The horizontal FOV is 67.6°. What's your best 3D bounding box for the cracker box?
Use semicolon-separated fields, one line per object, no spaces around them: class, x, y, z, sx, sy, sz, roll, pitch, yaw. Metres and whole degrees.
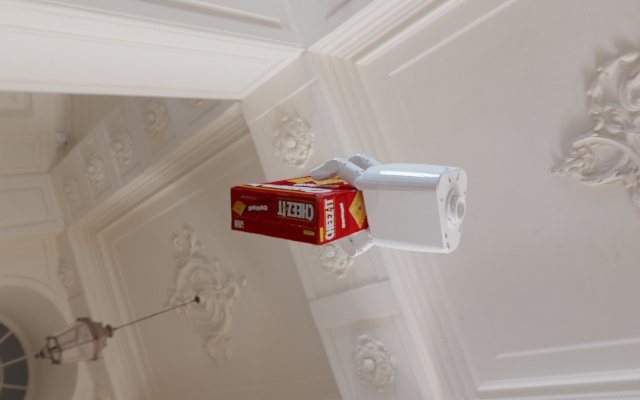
cracker box;0.000;0.002;0.707;0.164;0.072;0.213;6;11;38
